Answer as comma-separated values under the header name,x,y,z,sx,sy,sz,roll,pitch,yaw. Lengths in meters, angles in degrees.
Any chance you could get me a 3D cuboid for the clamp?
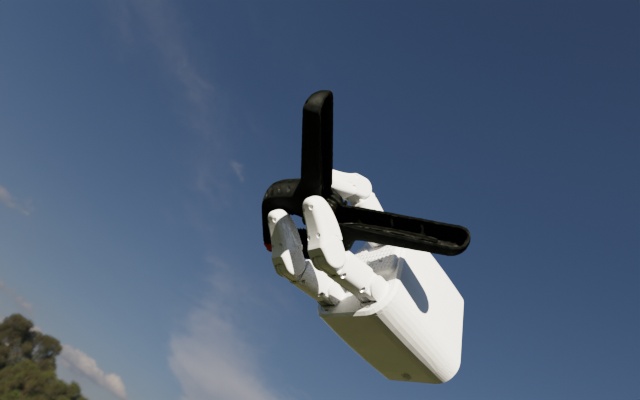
name,x,y,z,sx,sy,sz,roll,pitch,yaw
clamp,0.000,0.001,0.415,0.210,0.164,0.036,-20,28,49
